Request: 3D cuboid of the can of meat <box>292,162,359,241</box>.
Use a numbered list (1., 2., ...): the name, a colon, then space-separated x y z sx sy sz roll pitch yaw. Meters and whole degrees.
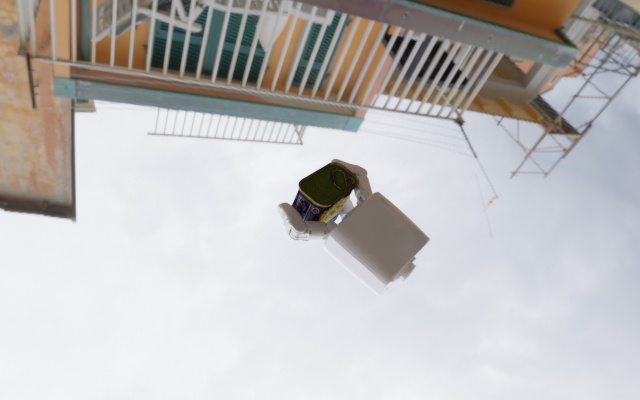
1. can of meat: 0.000 0.003 0.709 0.057 0.084 0.102 40 43 15
